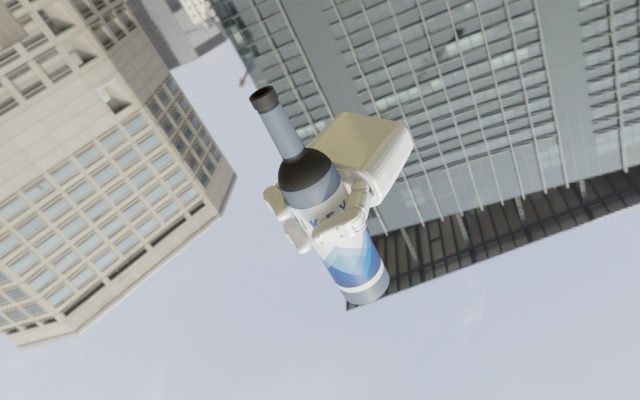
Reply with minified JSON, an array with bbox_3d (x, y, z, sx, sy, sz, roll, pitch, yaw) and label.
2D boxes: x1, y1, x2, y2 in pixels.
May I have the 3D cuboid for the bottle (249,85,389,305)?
[{"bbox_3d":[0.000,0.002,0.554,0.069,0.296,0.069,-20,33,14],"label":"bottle"}]
